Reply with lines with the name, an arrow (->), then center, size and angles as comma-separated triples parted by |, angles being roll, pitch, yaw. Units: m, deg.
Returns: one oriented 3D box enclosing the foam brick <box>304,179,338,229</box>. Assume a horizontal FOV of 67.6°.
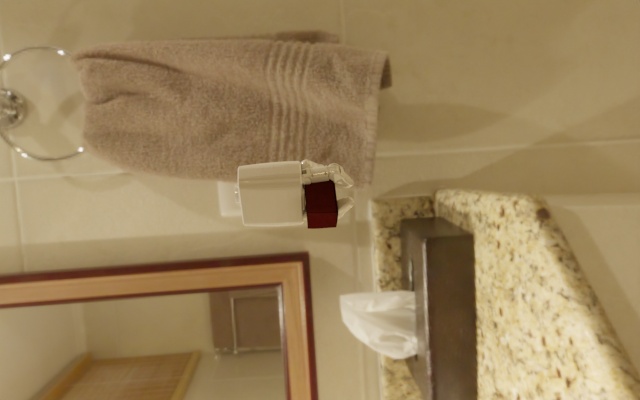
foam brick -> 0.000, 0.003, 0.813 | 0.051, 0.078, 0.053 | -3, -34, -4
